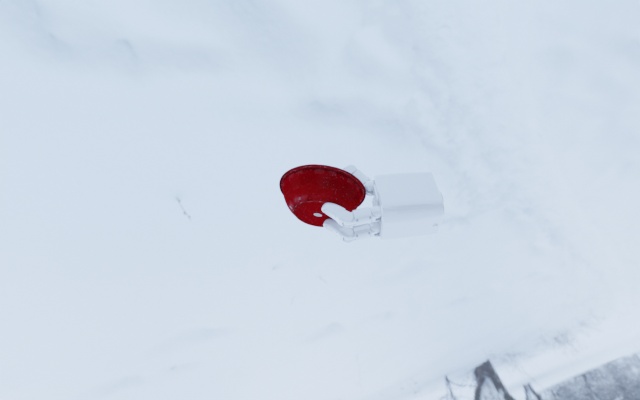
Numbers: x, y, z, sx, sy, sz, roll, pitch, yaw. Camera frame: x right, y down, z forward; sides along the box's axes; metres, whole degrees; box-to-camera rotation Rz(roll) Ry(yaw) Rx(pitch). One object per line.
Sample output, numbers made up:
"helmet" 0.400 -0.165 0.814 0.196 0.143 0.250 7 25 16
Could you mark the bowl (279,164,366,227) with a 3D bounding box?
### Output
"bowl" -0.001 0.003 0.866 0.162 0.055 0.162 7 -31 4
